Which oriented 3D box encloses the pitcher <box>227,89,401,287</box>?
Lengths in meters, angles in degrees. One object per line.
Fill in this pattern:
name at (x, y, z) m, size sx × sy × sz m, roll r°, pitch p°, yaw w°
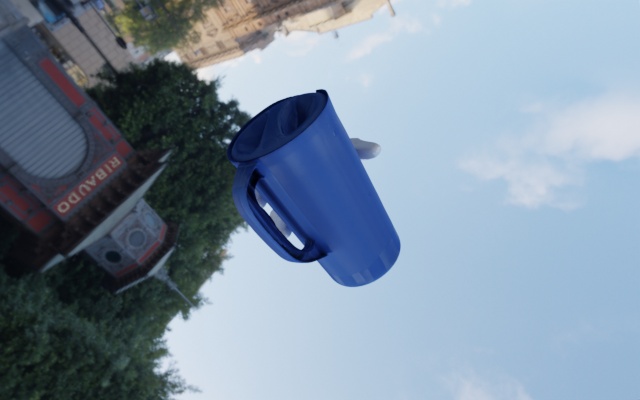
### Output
pitcher at (0.000, 0.002, 0.587) m, size 0.149 × 0.243 × 0.145 m, roll -32°, pitch 30°, yaw 3°
